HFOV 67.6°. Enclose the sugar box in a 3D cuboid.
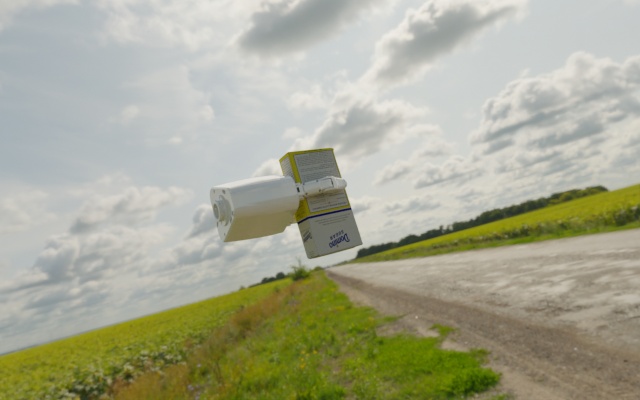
[{"bbox_3d":[0.000,0.003,0.796,0.093,0.176,0.048,-10,-9,-32],"label":"sugar box"}]
